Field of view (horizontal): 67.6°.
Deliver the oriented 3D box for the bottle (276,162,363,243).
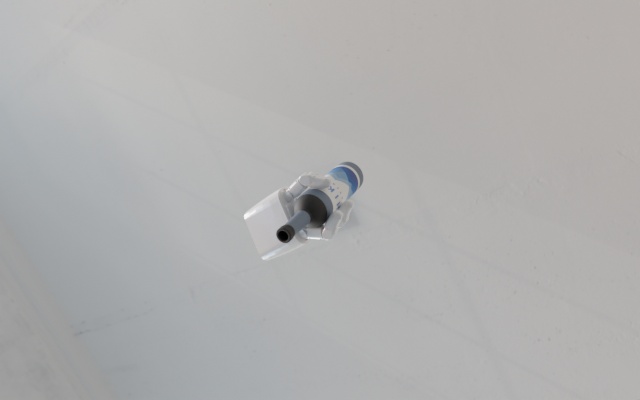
[{"bbox_3d":[0.000,0.003,0.887,0.069,0.069,0.295,0,21,26],"label":"bottle"}]
